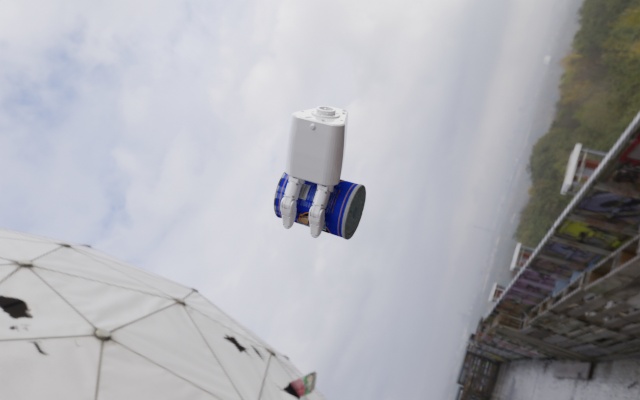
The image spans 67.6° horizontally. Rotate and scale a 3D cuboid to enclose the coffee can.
[{"bbox_3d":[0.000,0.003,0.873,0.140,0.103,0.103,16,5,19],"label":"coffee can"}]
